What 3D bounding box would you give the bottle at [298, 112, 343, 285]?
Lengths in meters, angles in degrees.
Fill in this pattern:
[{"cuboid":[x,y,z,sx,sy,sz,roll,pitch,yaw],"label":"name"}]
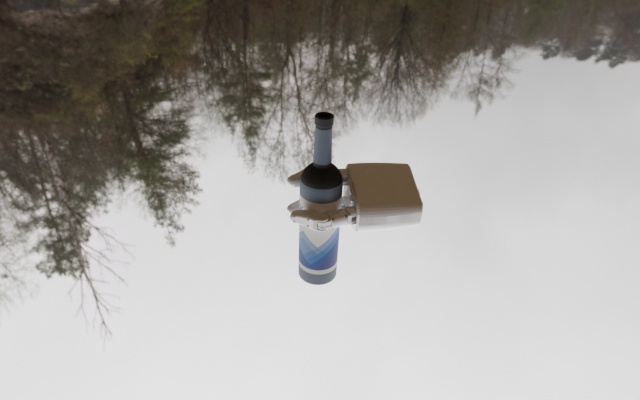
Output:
[{"cuboid":[0.000,0.003,0.756,0.069,0.296,0.069,2,33,-1],"label":"bottle"}]
